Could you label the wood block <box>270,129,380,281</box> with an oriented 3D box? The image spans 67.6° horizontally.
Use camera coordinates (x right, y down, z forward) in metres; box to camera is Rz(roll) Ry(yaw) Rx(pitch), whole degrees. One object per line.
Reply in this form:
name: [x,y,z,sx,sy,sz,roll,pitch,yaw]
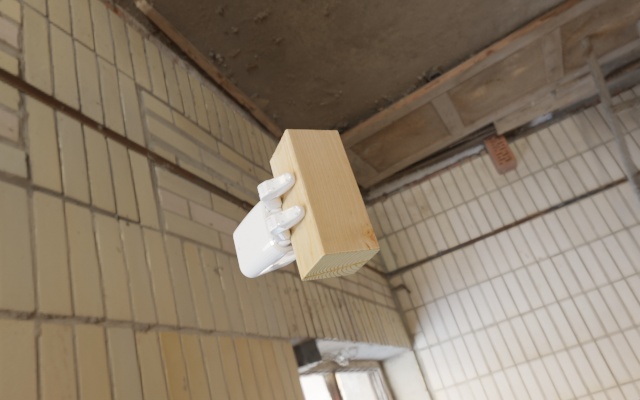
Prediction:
wood block: [0.000,0.003,0.710,0.091,0.206,0.090,-3,-30,-27]
